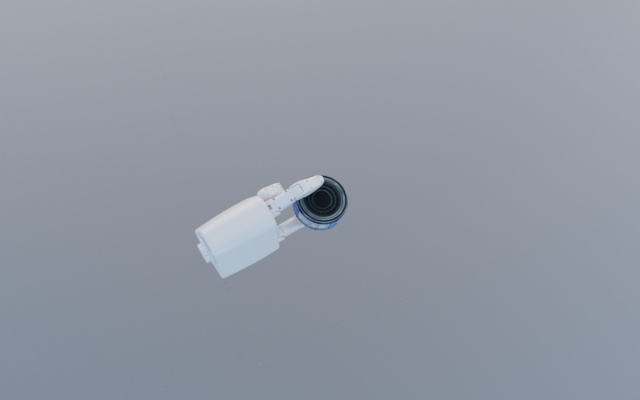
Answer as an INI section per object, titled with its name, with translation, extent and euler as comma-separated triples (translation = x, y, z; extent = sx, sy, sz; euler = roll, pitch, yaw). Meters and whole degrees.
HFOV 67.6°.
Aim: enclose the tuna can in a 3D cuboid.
[tuna can]
translation = 0.000, 0.002, 0.771
extent = 0.086, 0.086, 0.034
euler = 0, -21, -12
